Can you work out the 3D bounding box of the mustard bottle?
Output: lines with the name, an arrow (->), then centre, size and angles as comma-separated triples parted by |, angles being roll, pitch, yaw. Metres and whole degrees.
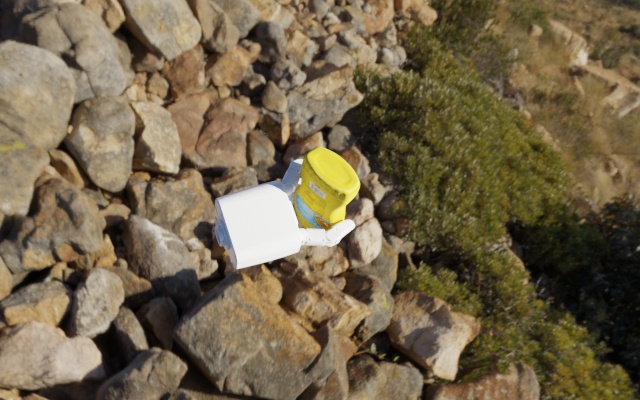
mustard bottle -> 0.000, 0.002, 0.795 | 0.058, 0.096, 0.192 | -41, -16, -31
